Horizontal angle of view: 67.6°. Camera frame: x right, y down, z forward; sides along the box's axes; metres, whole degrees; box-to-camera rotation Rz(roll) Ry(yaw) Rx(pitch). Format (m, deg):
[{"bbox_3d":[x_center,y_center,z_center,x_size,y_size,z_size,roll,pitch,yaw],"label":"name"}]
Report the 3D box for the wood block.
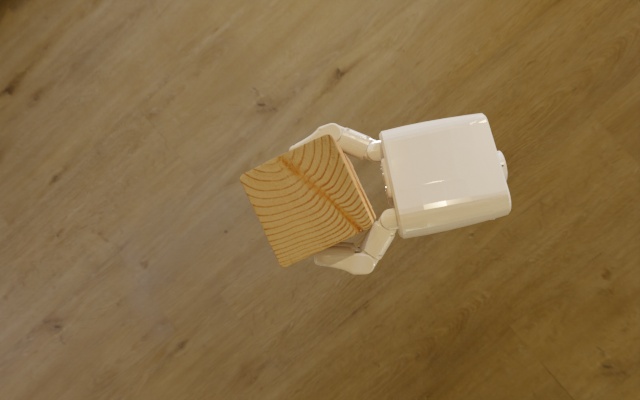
[{"bbox_3d":[0.000,0.001,0.507,0.090,0.091,0.206,-25,-4,6],"label":"wood block"}]
